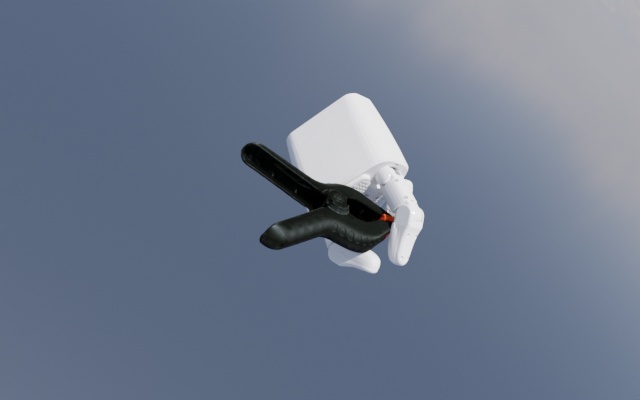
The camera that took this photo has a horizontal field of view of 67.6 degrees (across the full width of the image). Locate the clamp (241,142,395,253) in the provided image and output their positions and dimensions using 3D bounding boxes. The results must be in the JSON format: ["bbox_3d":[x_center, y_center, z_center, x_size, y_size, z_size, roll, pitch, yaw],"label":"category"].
[{"bbox_3d":[0.001,0.001,0.454,0.171,0.120,0.039,13,-45,-42],"label":"clamp"}]
